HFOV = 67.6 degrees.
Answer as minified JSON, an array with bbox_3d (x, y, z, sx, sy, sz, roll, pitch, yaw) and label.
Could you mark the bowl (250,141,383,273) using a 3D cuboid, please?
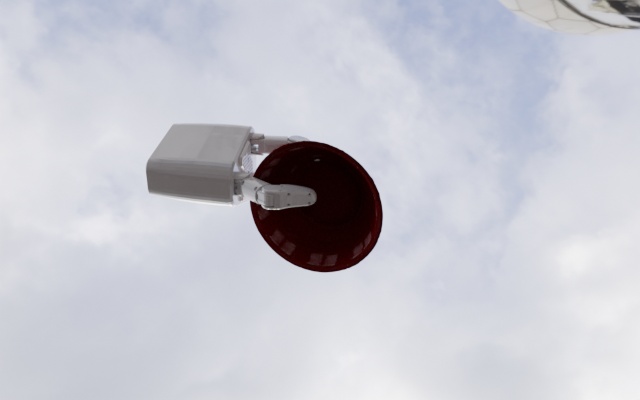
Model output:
[{"bbox_3d":[0.001,0.002,0.564,0.162,0.162,0.055,0,21,21],"label":"bowl"}]
